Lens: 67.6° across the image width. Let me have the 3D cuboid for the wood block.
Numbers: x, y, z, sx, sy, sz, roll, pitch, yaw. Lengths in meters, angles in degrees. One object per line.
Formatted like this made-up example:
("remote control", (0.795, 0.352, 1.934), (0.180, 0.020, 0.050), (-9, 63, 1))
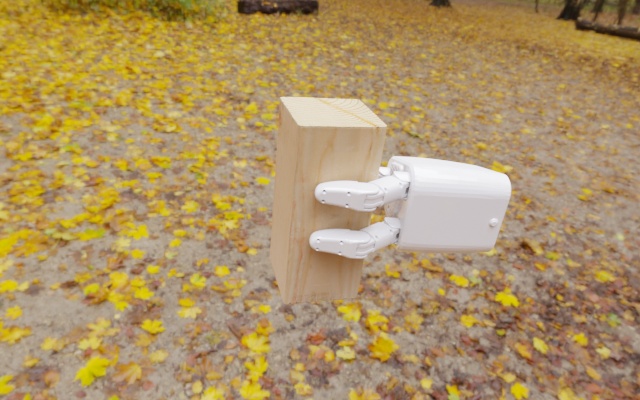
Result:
("wood block", (0.000, 0.001, 0.521), (0.090, 0.206, 0.090), (-2, 29, -16))
